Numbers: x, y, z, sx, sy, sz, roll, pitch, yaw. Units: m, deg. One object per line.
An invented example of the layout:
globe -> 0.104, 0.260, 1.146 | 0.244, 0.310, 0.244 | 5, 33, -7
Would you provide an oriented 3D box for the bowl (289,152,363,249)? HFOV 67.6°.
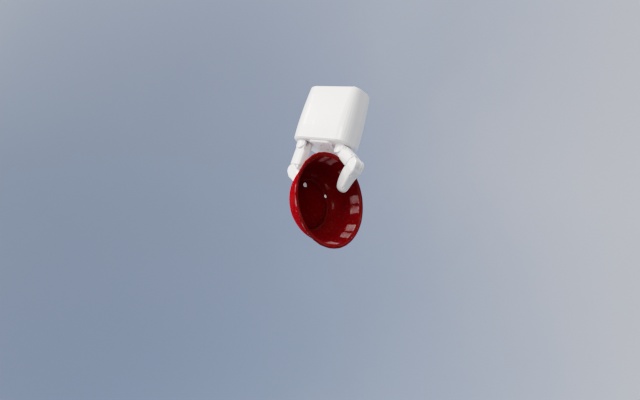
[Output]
bowl -> -0.001, 0.004, 0.801 | 0.055, 0.162, 0.162 | -12, -8, 43
